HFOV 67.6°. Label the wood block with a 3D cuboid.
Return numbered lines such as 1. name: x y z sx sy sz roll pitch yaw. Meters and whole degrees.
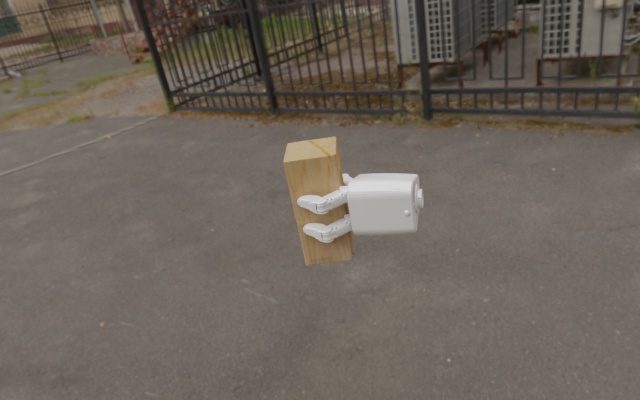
1. wood block: 0.001 0.002 0.853 0.090 0.206 0.090 -8 27 6
